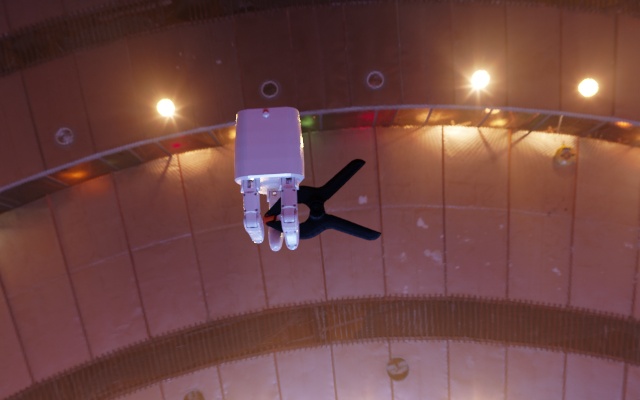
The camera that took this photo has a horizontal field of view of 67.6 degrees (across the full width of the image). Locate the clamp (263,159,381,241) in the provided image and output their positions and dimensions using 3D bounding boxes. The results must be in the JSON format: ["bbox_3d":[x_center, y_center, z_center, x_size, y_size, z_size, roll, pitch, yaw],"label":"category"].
[{"bbox_3d":[0.000,0.003,0.702,0.171,0.120,0.039,-3,-11,1],"label":"clamp"}]
